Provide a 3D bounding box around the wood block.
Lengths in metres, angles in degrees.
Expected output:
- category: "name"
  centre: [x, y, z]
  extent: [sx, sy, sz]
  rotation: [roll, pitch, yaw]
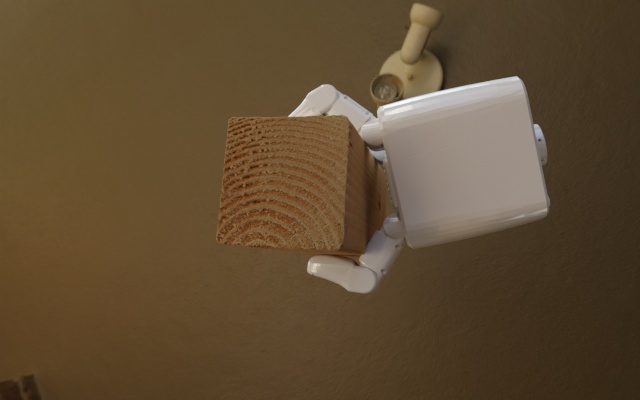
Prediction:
- category: "wood block"
  centre: [0.000, 0.002, 0.413]
  extent: [0.090, 0.091, 0.206]
  rotation: [2, -8, 15]
